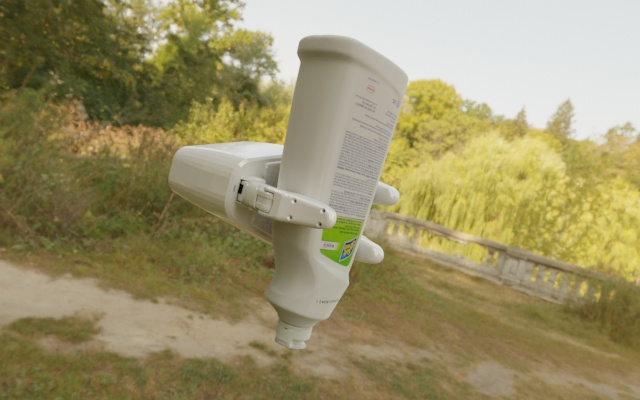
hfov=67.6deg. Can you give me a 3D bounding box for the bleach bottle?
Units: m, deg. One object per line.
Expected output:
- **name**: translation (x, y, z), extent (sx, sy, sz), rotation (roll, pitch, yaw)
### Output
- **bleach bottle**: translation (0.000, 0.001, 0.403), extent (0.068, 0.251, 0.102), rotation (17, 3, 42)
